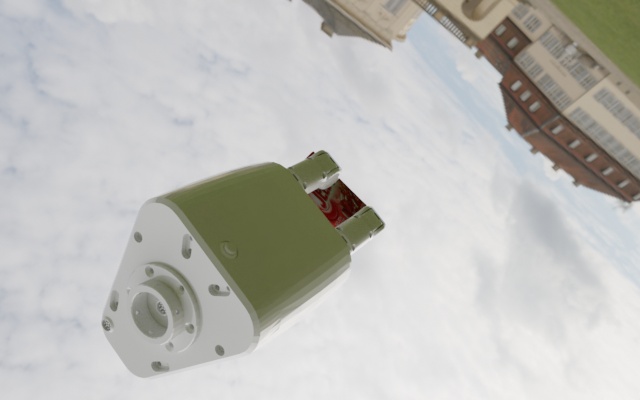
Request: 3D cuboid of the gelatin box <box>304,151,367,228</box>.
[{"bbox_3d":[0.000,0.002,0.415,0.030,0.073,0.089,-43,4,24],"label":"gelatin box"}]
